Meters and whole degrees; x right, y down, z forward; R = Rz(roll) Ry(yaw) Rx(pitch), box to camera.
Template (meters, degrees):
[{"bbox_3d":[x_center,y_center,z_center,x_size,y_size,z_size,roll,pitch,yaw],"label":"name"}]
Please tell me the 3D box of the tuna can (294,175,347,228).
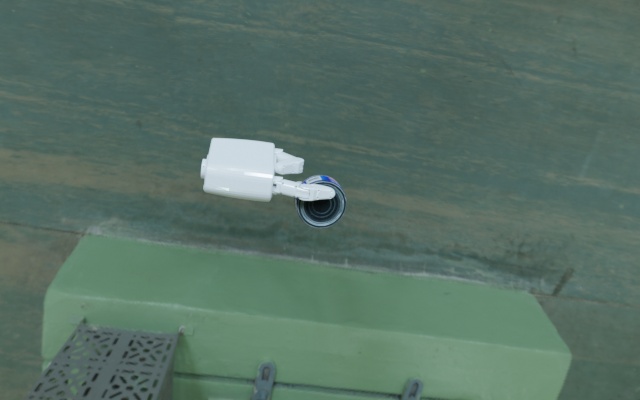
[{"bbox_3d":[0.000,0.003,0.800,0.086,0.086,0.033,0,19,-11],"label":"tuna can"}]
